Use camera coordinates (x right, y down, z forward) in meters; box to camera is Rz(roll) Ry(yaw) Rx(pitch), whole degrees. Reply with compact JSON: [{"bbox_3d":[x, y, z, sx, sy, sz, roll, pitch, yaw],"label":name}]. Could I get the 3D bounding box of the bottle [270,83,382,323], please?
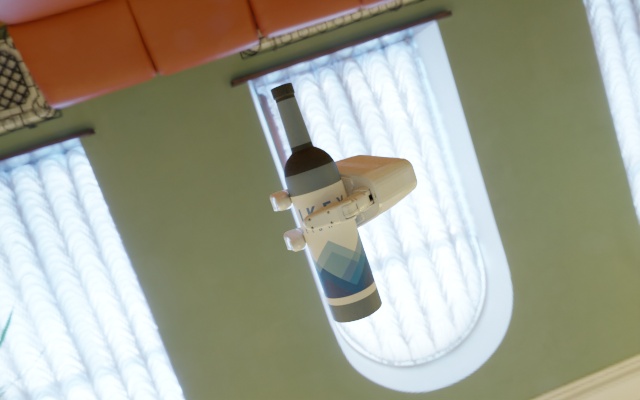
[{"bbox_3d":[0.000,0.002,0.588,0.069,0.296,0.069,-19,8,3],"label":"bottle"}]
